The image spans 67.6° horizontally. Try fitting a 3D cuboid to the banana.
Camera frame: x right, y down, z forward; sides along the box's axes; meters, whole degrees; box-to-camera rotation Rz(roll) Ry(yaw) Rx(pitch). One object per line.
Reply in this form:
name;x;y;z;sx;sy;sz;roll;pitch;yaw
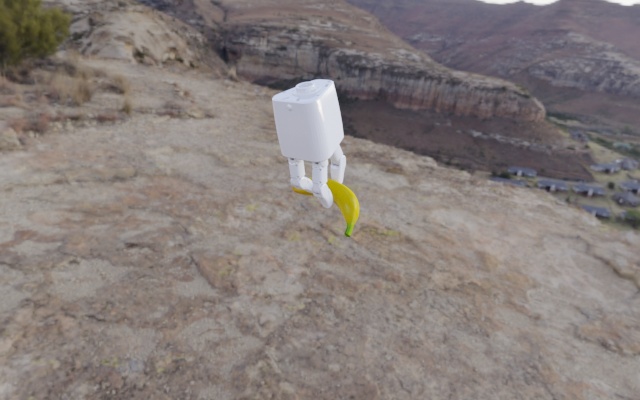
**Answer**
banana;0.016;-0.007;0.890;0.069;0.037;0.197;-40;40;-9
